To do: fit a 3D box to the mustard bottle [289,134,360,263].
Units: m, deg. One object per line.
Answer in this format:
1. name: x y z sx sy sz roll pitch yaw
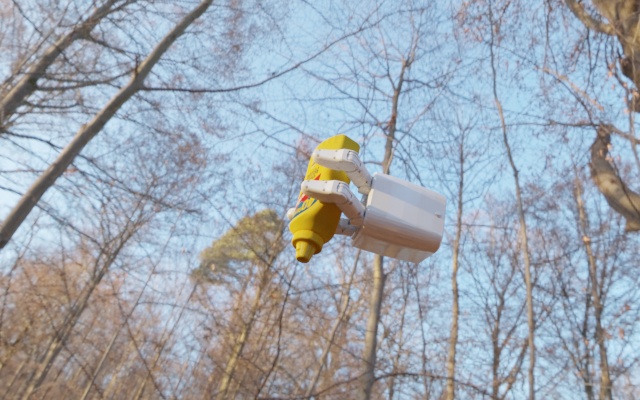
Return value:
1. mustard bottle: 0.000 0.002 0.661 0.058 0.191 0.096 32 -39 -20
